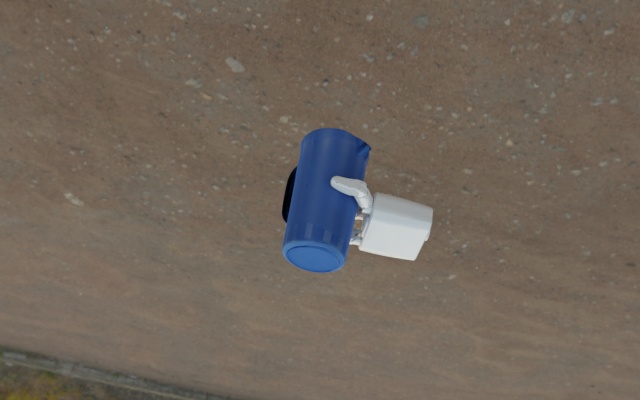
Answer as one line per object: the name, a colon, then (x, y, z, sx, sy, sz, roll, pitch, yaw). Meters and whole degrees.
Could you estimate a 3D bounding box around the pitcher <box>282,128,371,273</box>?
pitcher: (0.000, 0.003, 0.858, 0.145, 0.242, 0.149, 13, -33, -1)
